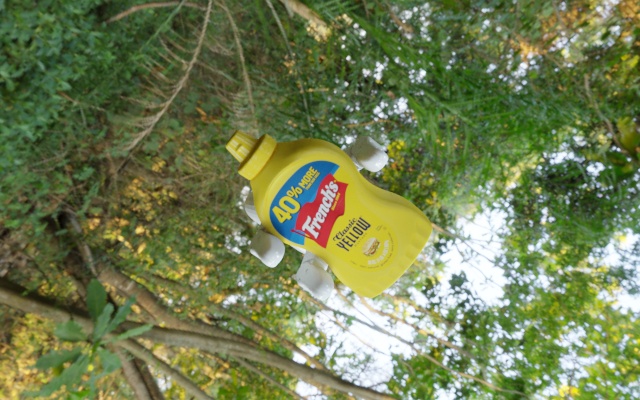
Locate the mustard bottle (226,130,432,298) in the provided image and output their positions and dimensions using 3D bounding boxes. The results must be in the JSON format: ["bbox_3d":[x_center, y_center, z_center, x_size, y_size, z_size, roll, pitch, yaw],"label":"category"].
[{"bbox_3d":[0.000,0.002,0.424,0.192,0.096,0.058,36,15,-16],"label":"mustard bottle"}]
